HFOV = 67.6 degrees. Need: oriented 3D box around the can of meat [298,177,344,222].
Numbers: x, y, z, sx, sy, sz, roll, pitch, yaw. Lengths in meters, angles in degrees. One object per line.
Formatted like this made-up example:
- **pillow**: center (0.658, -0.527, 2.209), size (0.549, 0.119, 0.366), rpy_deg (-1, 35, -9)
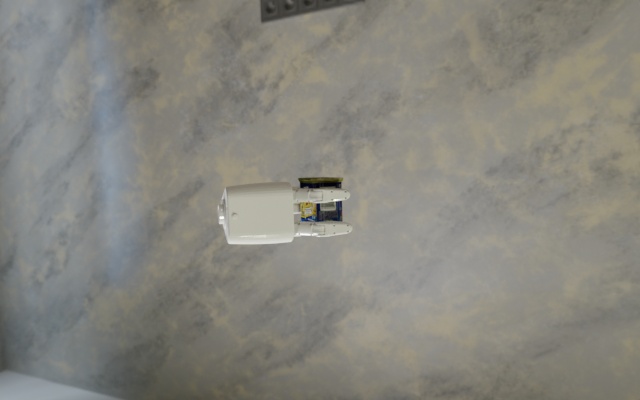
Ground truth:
- **can of meat**: center (0.000, 0.003, 0.820), size (0.057, 0.084, 0.102), rpy_deg (-3, 4, -20)
